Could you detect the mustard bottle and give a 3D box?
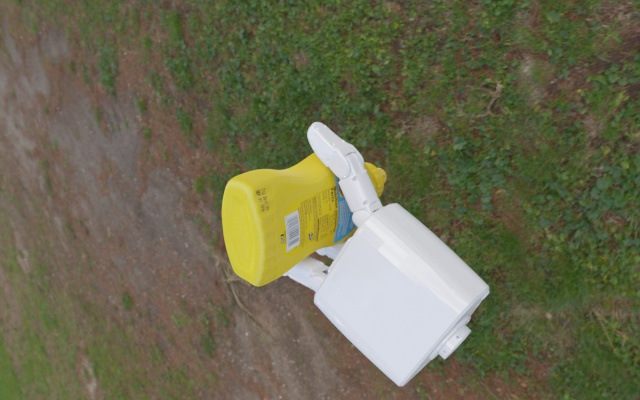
[{"bbox_3d":[0.000,0.001,0.455,0.058,0.096,0.191,19,30,40],"label":"mustard bottle"}]
